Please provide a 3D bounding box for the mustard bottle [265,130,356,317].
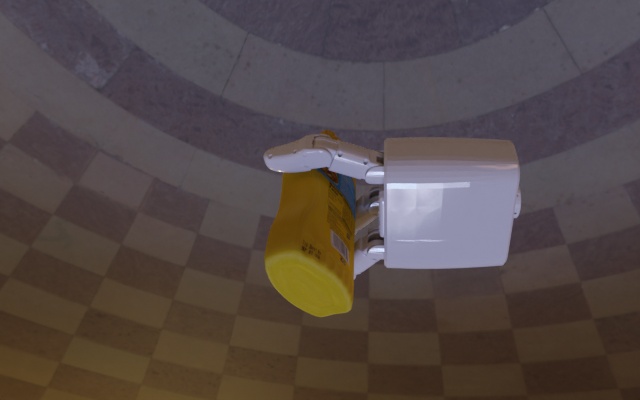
[{"bbox_3d":[0.000,0.002,0.442,0.058,0.191,0.096,-18,-48,25],"label":"mustard bottle"}]
